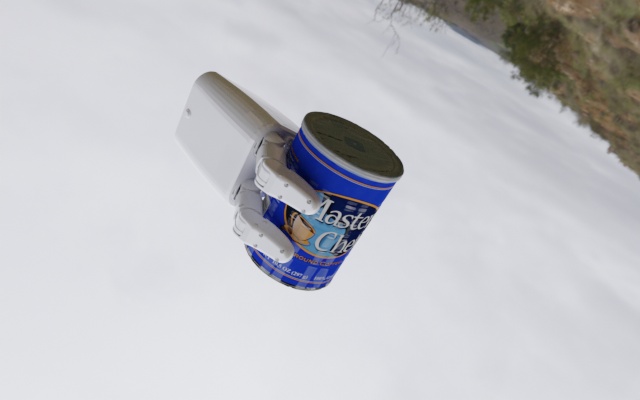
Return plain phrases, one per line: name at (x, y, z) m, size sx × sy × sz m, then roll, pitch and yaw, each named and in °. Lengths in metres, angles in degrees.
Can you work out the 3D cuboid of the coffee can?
coffee can at (0.000, 0.001, 0.459) m, size 0.103 × 0.140 × 0.102 m, roll 24°, pitch 28°, yaw -13°
